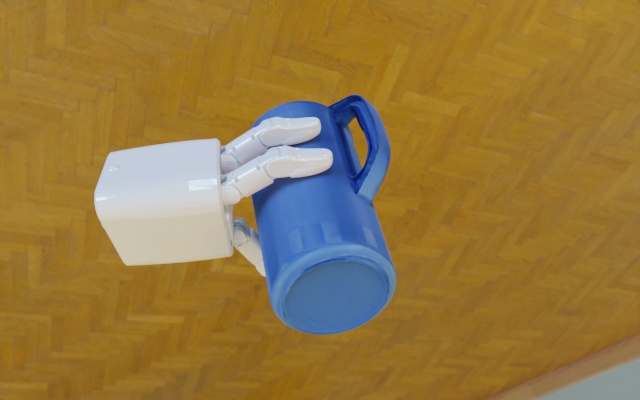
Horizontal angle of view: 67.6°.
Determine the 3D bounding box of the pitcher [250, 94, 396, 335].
[{"bbox_3d":[0.000,0.002,0.482,0.145,0.149,0.242,-6,38,-7],"label":"pitcher"}]
